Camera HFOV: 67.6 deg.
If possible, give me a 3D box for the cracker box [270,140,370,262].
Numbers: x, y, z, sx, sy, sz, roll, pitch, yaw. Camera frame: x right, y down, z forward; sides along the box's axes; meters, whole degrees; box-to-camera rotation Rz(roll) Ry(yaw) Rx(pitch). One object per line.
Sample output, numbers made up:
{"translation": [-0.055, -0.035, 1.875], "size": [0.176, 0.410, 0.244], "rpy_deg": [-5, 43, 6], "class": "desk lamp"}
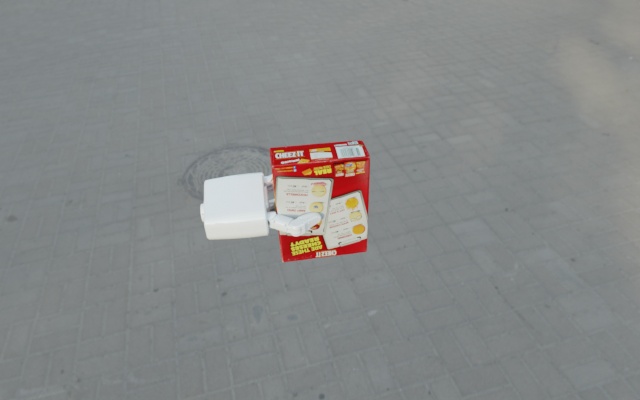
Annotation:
{"translation": [0.000, 0.003, 0.856], "size": [0.164, 0.214, 0.072], "rpy_deg": [-6, 37, -5], "class": "cracker box"}
